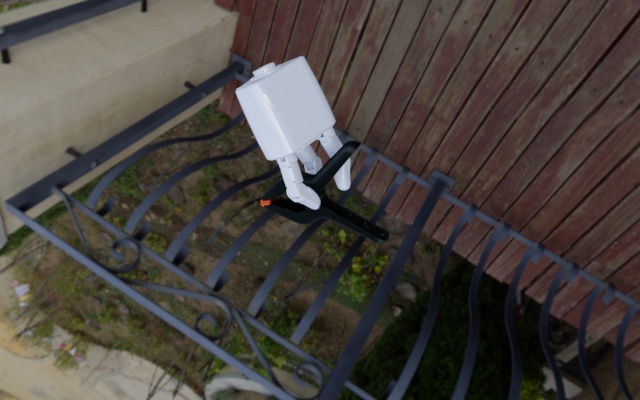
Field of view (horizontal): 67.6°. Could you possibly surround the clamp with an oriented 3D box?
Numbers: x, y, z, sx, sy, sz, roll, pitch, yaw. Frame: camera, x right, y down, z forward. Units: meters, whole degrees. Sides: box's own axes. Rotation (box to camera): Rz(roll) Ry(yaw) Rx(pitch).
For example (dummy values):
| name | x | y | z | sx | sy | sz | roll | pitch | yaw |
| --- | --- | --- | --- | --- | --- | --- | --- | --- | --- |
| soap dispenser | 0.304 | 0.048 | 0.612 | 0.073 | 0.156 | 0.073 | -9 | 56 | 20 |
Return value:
| name | x | y | z | sx | sy | sz | roll | pitch | yaw |
| --- | --- | --- | --- | --- | --- | --- | --- | --- | --- |
| clamp | -0.001 | 0.003 | 0.730 | 0.210 | 0.165 | 0.036 | -10 | 25 | 37 |
